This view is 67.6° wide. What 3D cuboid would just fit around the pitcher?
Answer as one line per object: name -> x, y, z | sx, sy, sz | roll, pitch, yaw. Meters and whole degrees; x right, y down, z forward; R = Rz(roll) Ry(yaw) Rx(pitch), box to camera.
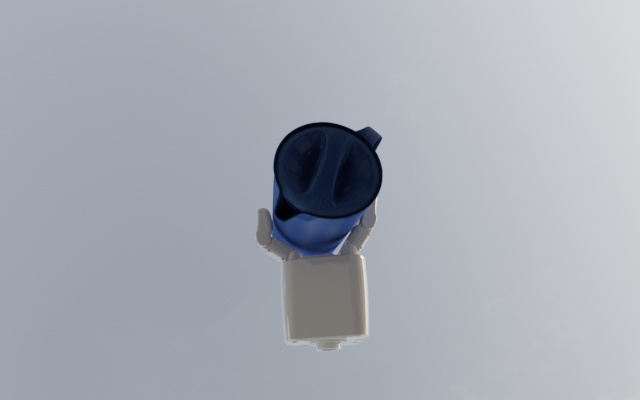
pitcher -> 0.000, 0.002, 0.676 | 0.149, 0.145, 0.243 | 1, -24, -10
